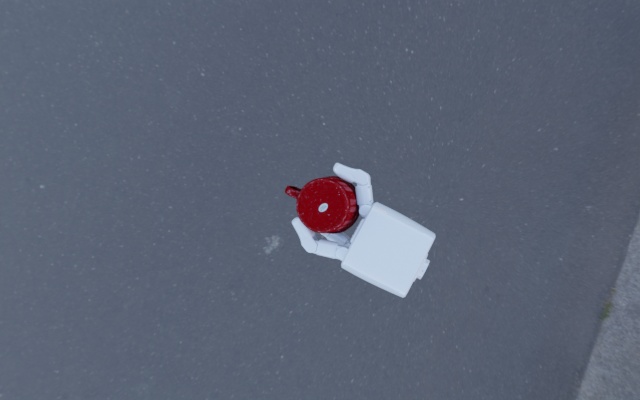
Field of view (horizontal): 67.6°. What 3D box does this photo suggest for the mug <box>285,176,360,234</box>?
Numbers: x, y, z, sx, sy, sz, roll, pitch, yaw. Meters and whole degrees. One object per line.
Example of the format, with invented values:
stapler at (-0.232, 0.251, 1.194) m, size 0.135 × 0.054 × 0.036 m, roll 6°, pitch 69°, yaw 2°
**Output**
mug at (-0.001, 0.002, 0.730) m, size 0.117 × 0.093 × 0.081 m, roll 24°, pitch 5°, yaw 11°
